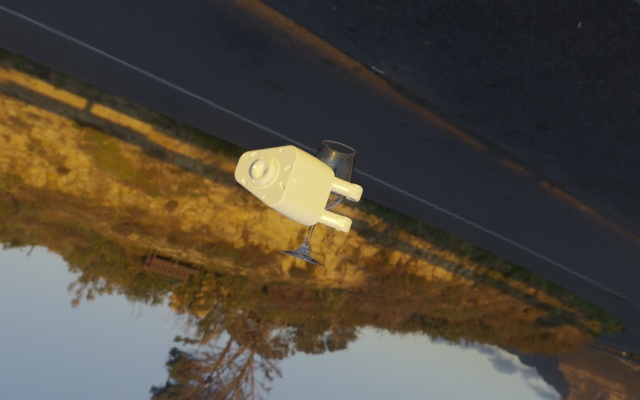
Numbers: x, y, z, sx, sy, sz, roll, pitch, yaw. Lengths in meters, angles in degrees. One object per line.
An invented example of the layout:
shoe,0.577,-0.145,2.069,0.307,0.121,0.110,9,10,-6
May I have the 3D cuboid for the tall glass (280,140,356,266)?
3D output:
tall glass,0.000,0.003,0.803,0.079,0.201,0.079,19,-6,2
